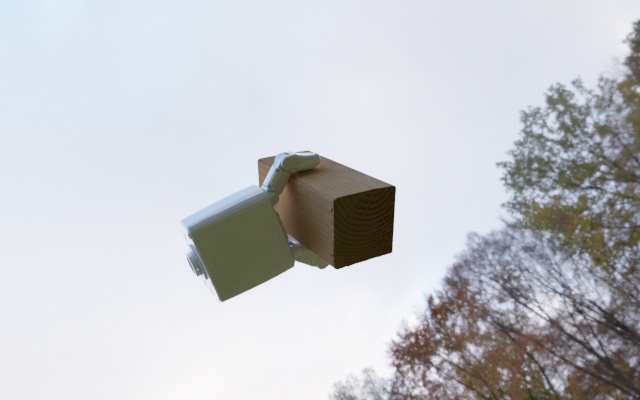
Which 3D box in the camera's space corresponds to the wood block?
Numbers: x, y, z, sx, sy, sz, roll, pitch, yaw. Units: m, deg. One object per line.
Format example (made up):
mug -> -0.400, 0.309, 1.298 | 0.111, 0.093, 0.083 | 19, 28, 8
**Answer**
wood block -> 0.000, 0.002, 0.638 | 0.090, 0.091, 0.206 | -12, 23, -29
